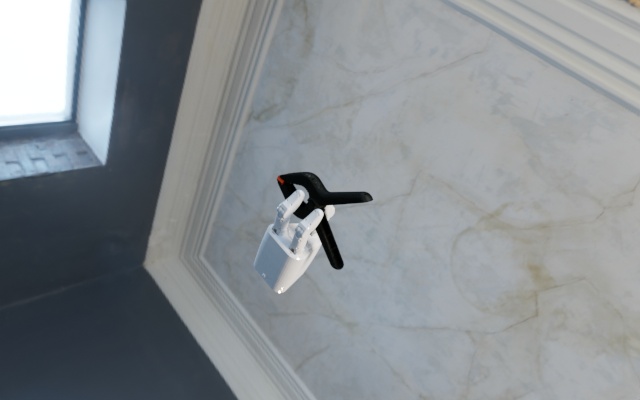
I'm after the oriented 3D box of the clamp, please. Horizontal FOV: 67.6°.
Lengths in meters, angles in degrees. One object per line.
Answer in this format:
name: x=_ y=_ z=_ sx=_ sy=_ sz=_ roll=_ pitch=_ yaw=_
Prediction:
clamp: x=0.000 y=0.003 z=0.879 sx=0.036 sy=0.165 sz=0.210 roll=-14 pitch=50 yaw=-47
